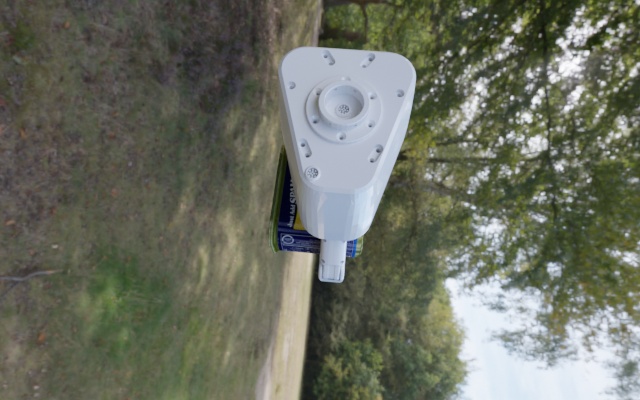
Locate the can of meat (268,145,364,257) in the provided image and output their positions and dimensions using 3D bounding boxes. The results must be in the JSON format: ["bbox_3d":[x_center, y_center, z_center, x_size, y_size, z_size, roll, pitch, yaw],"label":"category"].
[{"bbox_3d":[0.000,0.002,0.455,0.084,0.102,0.057,5,-23,3],"label":"can of meat"}]
